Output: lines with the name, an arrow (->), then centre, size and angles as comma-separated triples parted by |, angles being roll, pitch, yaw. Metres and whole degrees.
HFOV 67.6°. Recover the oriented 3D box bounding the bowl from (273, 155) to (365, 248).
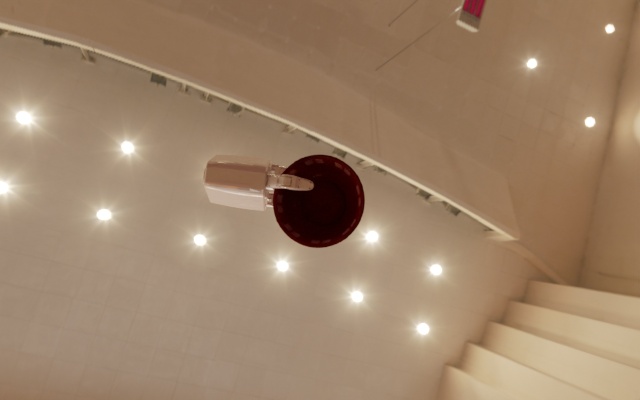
bowl -> 0.001, 0.003, 0.844 | 0.162, 0.162, 0.055 | 0, -5, 10
